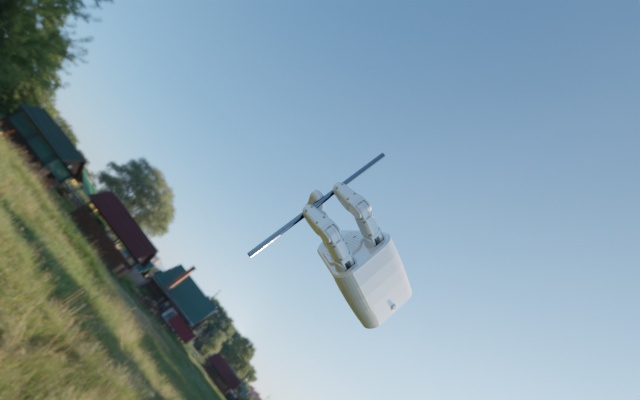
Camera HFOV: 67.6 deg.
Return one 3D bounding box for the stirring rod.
[{"bbox_3d":[0.000,0.002,0.645,0.239,0.011,0.011,-37,15,-20],"label":"stirring rod"}]
